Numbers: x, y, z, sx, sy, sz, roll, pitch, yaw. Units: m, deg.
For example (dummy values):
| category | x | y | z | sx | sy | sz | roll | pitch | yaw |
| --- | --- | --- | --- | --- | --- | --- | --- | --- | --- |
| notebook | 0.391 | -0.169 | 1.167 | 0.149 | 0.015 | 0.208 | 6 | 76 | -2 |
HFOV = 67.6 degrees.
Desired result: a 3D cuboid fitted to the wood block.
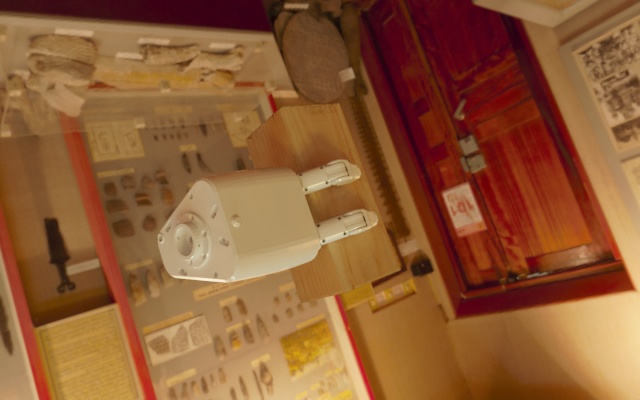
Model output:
| category | x | y | z | sx | sy | sz | roll | pitch | yaw |
| --- | --- | --- | --- | --- | --- | --- | --- | --- | --- |
| wood block | 0.000 | 0.002 | 0.555 | 0.090 | 0.206 | 0.091 | -13 | -9 | -39 |
